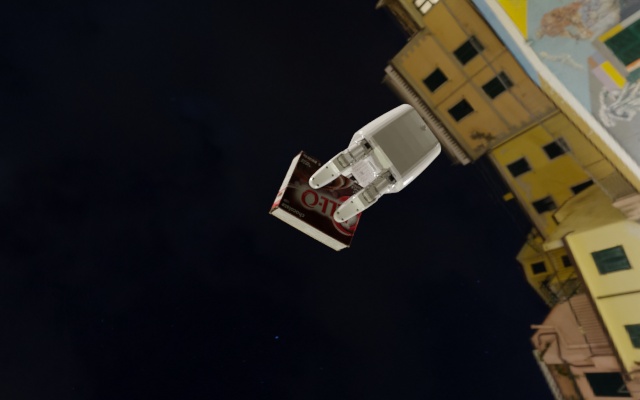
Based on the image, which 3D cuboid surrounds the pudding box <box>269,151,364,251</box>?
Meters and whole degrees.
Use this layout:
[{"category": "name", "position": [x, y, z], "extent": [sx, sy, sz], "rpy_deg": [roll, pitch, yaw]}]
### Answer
[{"category": "pudding box", "position": [0.000, 0.002, 0.638], "extent": [0.113, 0.090, 0.039], "rpy_deg": [29, -28, -14]}]
